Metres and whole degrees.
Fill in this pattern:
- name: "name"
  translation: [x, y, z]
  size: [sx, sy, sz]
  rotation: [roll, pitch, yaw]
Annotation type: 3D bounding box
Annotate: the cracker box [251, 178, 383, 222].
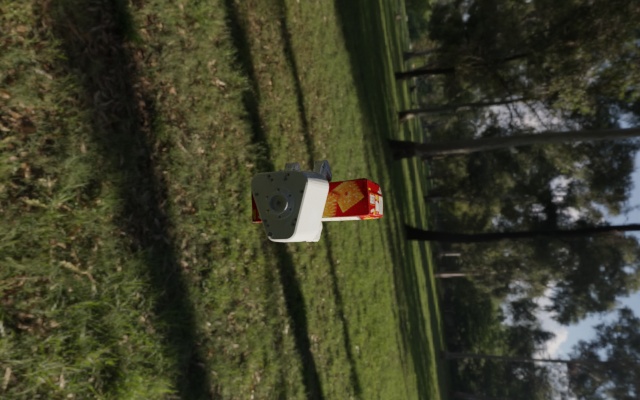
- name: "cracker box"
  translation: [0.000, 0.003, 0.900]
  size: [0.214, 0.072, 0.164]
  rotation: [-3, -3, 16]
